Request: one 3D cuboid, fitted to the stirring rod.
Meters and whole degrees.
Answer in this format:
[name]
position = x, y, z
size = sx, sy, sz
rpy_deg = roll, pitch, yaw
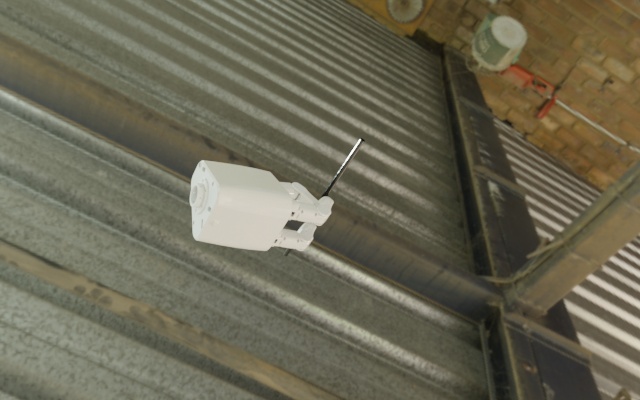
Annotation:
[stirring rod]
position = 0.000, 0.002, 0.718
size = 0.011, 0.240, 0.011
rpy_deg = 24, 32, -16
